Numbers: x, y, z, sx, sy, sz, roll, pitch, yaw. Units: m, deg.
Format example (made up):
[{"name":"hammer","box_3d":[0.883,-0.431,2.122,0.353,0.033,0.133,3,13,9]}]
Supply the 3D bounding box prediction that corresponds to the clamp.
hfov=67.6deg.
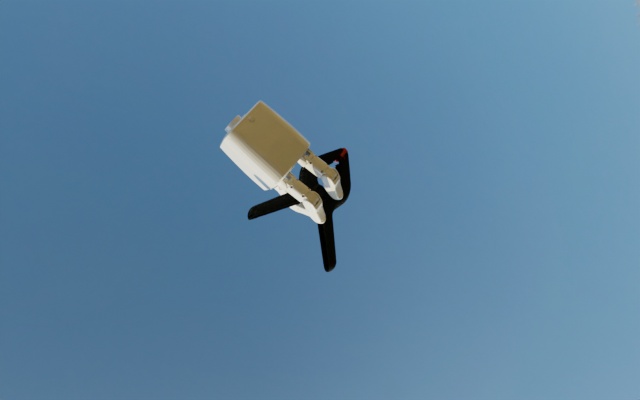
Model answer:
[{"name":"clamp","box_3d":[0.000,0.002,0.794,0.164,0.210,0.036,42,-28,-10]}]
